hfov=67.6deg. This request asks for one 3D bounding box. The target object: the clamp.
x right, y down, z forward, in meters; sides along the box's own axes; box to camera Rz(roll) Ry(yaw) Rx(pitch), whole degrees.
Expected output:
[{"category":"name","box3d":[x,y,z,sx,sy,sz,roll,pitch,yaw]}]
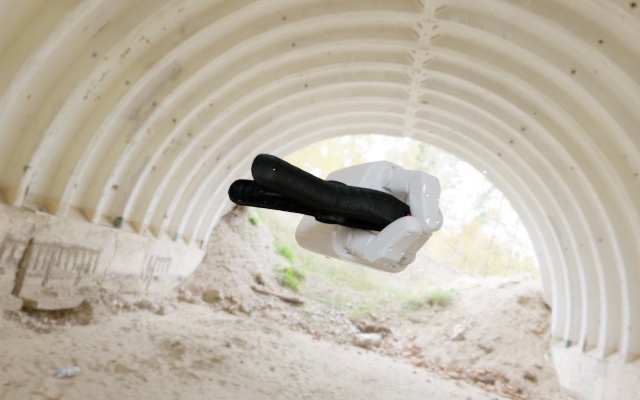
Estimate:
[{"category":"clamp","box3d":[0.000,0.001,0.428,0.171,0.039,0.120,19,-9,-25]}]
